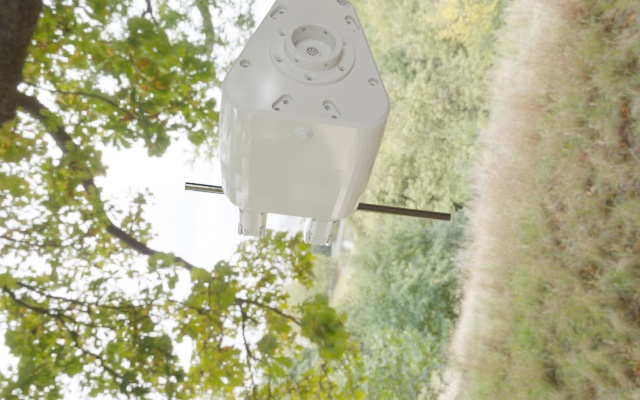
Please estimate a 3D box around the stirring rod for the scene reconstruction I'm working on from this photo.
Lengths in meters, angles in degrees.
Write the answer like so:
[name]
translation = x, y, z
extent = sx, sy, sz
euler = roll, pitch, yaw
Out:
[stirring rod]
translation = 0.000, 0.001, 0.430
extent = 0.239, 0.011, 0.011
euler = 7, -1, -5
